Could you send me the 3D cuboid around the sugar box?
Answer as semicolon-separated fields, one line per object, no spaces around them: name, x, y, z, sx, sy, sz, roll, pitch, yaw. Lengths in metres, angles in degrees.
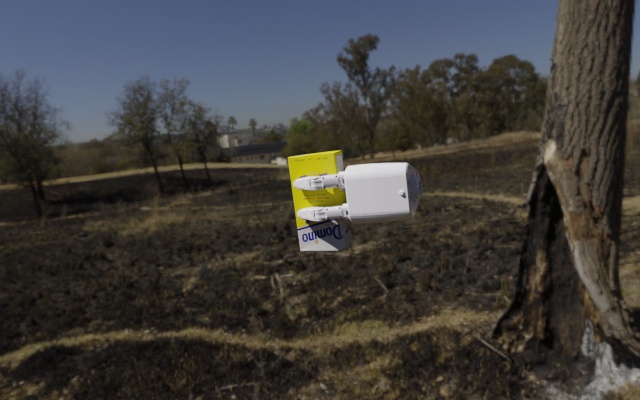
sugar box;0.000;0.003;0.863;0.093;0.176;0.048;-4;7;23
